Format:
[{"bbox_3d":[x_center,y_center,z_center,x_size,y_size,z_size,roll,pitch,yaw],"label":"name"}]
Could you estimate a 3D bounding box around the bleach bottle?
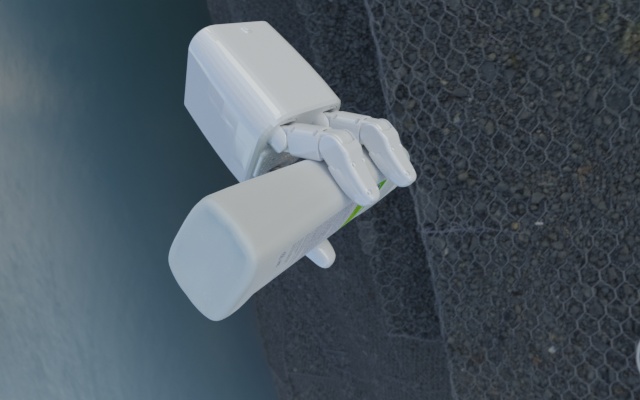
[{"bbox_3d":[0.000,0.001,0.409,0.250,0.068,0.103,-28,-16,-47],"label":"bleach bottle"}]
